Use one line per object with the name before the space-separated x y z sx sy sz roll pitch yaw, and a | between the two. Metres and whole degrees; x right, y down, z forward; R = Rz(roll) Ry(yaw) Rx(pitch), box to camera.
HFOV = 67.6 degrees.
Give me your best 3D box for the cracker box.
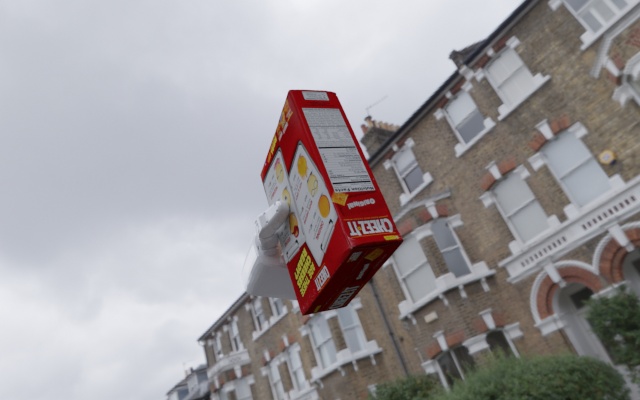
cracker box | 0.000 0.002 0.568 0.072 0.213 0.164 -6 -33 -25
